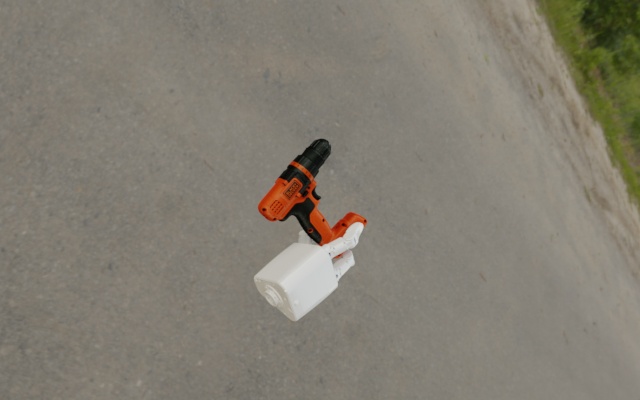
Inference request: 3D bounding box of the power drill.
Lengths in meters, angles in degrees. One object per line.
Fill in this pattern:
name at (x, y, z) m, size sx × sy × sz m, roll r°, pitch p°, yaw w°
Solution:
power drill at (0.000, 0.003, 0.896) m, size 0.188 × 0.184 × 0.057 m, roll 44°, pitch -12°, yaw -20°
